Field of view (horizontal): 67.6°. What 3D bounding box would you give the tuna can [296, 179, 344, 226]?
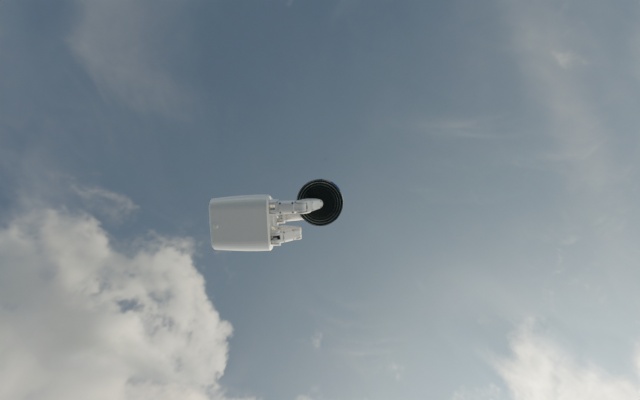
[{"bbox_3d":[0.000,0.003,0.882,0.086,0.086,0.034,0,5,6],"label":"tuna can"}]
